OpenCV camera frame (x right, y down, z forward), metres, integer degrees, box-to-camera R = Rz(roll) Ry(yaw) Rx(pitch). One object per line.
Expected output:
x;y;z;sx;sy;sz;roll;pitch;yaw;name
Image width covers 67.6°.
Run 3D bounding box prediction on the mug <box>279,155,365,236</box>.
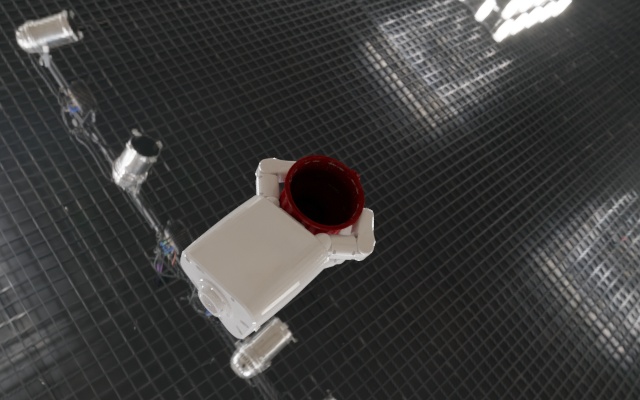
0.001;0.001;0.561;0.117;0.093;0.081;-38;-8;-33;mug
